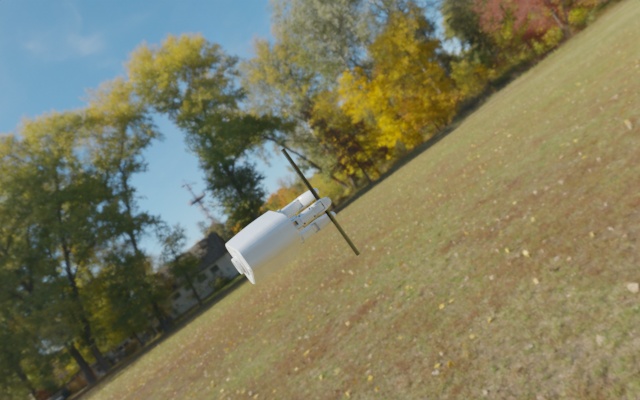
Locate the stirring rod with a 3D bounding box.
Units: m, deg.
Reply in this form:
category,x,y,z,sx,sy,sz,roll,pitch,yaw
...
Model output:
category,x,y,z,sx,sy,sz,roll,pitch,yaw
stirring rod,0.000,0.003,0.884,0.011,0.239,0.011,-36,0,0
